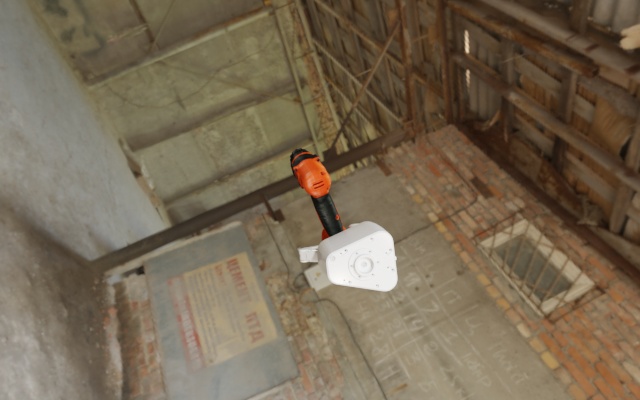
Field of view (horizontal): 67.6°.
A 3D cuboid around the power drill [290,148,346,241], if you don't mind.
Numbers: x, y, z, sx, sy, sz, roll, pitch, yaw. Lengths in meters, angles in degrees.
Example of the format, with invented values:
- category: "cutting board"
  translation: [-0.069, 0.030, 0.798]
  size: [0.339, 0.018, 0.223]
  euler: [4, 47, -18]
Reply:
- category: "power drill"
  translation: [0.000, 0.003, 0.861]
  size: [0.057, 0.188, 0.184]
  euler: [-25, 23, -2]
